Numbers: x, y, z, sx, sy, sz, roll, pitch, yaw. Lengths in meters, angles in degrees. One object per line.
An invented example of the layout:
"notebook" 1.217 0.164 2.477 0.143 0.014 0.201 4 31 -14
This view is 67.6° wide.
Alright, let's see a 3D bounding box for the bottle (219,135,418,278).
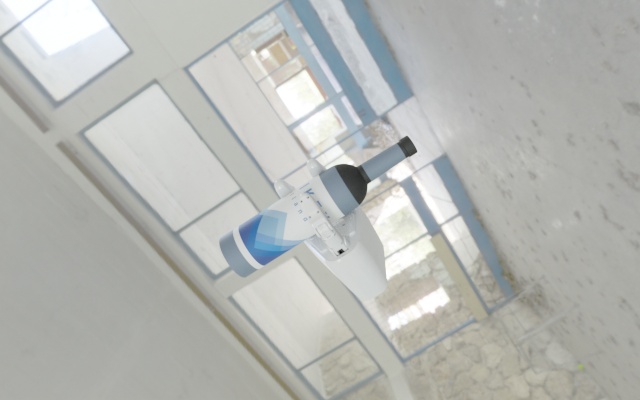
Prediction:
"bottle" 0.000 0.002 0.658 0.296 0.069 0.069 -32 -4 7
